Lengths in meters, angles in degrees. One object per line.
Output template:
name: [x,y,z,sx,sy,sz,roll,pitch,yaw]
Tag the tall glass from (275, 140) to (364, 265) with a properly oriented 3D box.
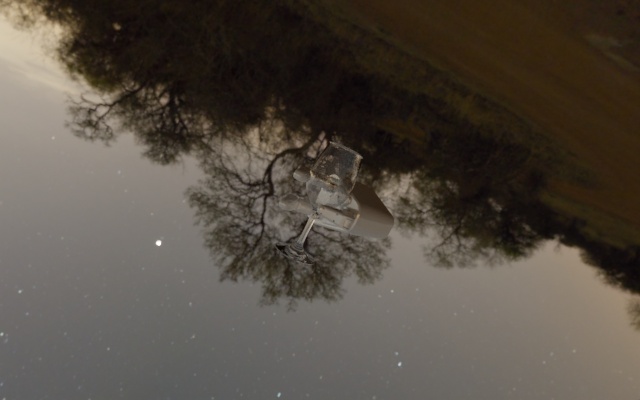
tall glass: [0.000,0.003,0.794,0.079,0.201,0.079,25,10,-5]
